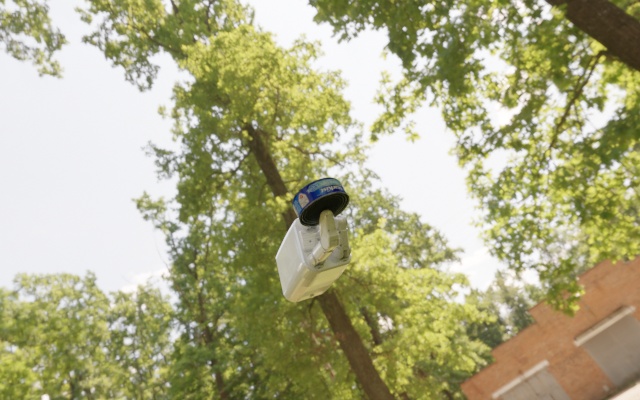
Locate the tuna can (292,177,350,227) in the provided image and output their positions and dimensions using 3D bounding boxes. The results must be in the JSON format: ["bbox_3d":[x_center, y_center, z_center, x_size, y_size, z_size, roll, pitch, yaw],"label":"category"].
[{"bbox_3d":[0.000,0.002,0.744,0.086,0.033,0.086,-22,-27,-12],"label":"tuna can"}]
